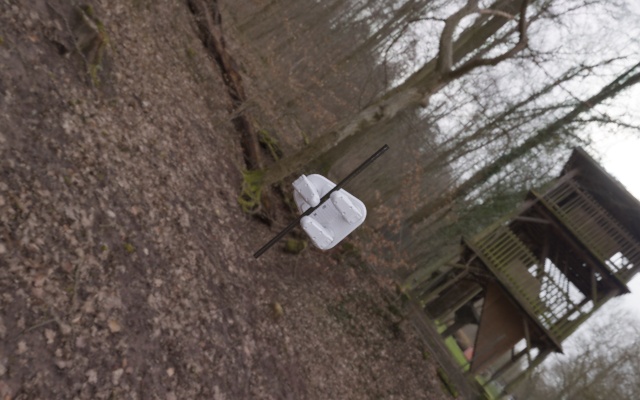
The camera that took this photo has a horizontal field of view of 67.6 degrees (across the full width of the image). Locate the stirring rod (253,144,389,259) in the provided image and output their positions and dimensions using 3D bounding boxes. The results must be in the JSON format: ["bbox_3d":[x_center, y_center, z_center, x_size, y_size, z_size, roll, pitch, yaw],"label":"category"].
[{"bbox_3d":[0.000,0.002,0.662,0.239,0.011,0.011,-40,-3,4],"label":"stirring rod"}]
